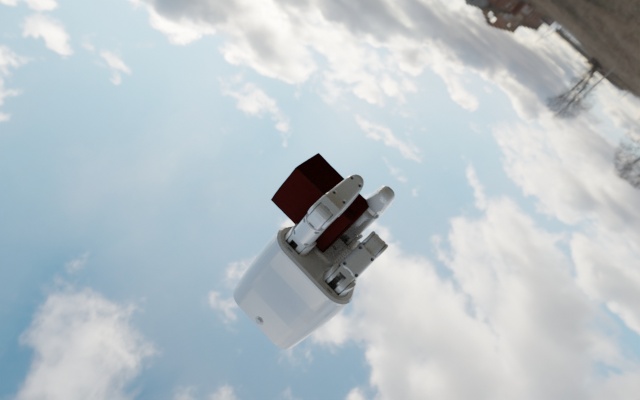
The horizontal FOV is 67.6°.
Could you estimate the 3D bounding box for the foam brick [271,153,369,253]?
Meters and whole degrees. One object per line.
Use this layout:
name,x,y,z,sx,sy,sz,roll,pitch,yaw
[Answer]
foam brick,0.000,0.001,0.482,0.051,0.078,0.053,-48,-7,33
